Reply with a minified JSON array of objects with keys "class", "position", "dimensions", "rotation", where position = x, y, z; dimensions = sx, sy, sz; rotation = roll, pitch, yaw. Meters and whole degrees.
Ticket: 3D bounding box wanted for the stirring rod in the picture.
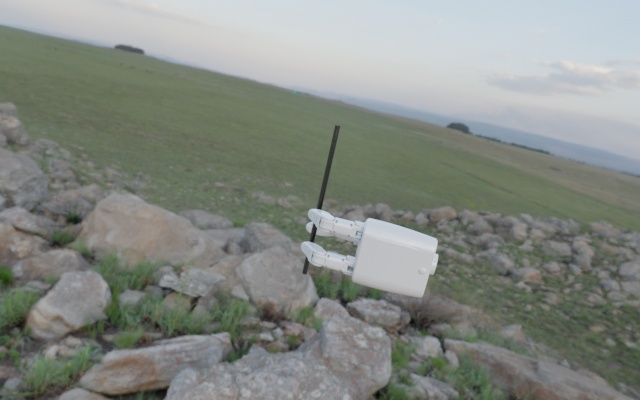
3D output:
[{"class":"stirring rod","position":[0.000,0.003,0.741],"dimensions":[0.011,0.239,0.011],"rotation":[12,13,-3]}]
